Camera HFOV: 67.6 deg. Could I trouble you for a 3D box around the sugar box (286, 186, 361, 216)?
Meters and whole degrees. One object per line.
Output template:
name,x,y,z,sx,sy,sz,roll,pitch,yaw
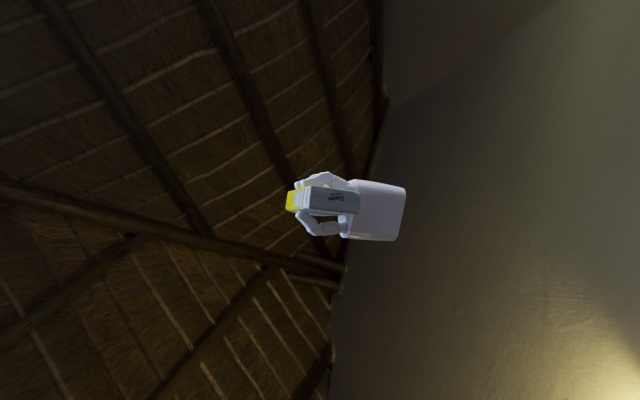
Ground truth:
sugar box,0.000,0.002,0.885,0.093,0.048,0.176,8,-7,-17
